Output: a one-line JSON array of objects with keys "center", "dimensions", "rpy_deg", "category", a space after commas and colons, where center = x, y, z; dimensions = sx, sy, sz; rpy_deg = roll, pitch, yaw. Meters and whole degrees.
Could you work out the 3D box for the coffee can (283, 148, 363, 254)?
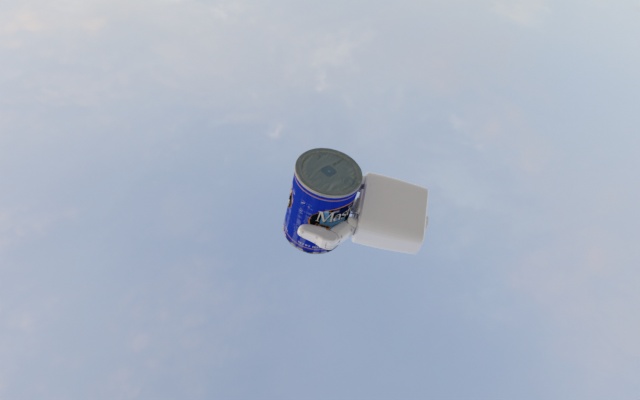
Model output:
[{"center": [0.000, 0.002, 0.757], "dimensions": [0.103, 0.102, 0.140], "rpy_deg": [0, -43, -15], "category": "coffee can"}]
